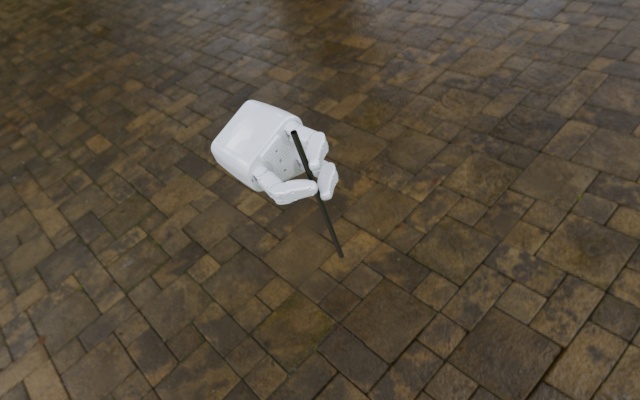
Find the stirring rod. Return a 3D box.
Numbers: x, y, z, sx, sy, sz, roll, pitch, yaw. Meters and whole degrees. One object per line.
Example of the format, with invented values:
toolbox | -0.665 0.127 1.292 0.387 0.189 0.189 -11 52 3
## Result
stirring rod | 0.000 0.002 0.643 0.011 0.011 0.240 0 -43 21
